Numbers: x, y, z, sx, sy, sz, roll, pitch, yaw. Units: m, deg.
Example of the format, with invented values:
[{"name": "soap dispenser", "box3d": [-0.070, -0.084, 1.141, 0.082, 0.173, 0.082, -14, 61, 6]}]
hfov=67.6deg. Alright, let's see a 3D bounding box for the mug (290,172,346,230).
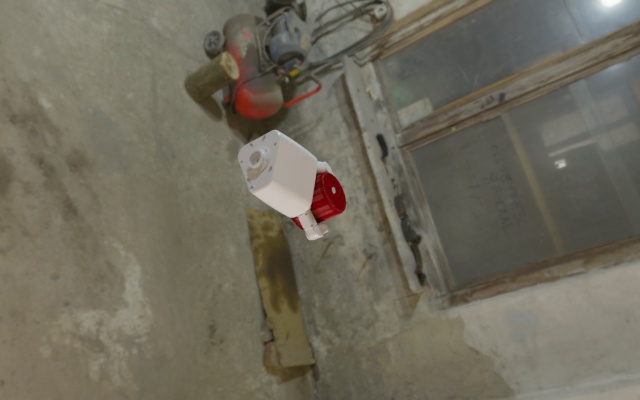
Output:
[{"name": "mug", "box3d": [0.001, 0.003, 0.882, 0.081, 0.093, 0.117, -24, -34, 26]}]
